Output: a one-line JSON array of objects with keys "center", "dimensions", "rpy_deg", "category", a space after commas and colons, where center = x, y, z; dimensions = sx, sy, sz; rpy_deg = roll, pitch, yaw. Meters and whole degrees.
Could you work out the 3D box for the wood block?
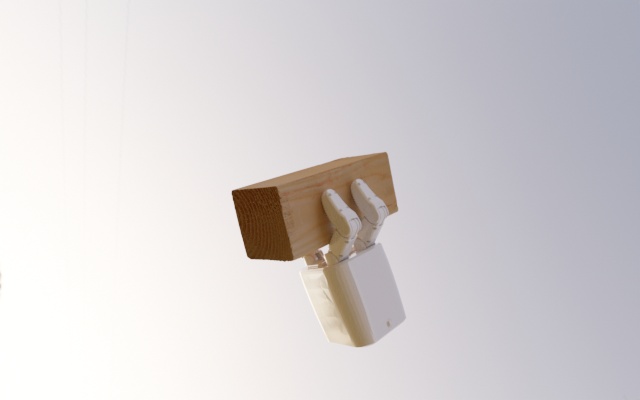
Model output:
[{"center": [0.000, 0.002, 0.624], "dimensions": [0.091, 0.090, 0.206], "rpy_deg": [-4, 11, 45], "category": "wood block"}]
